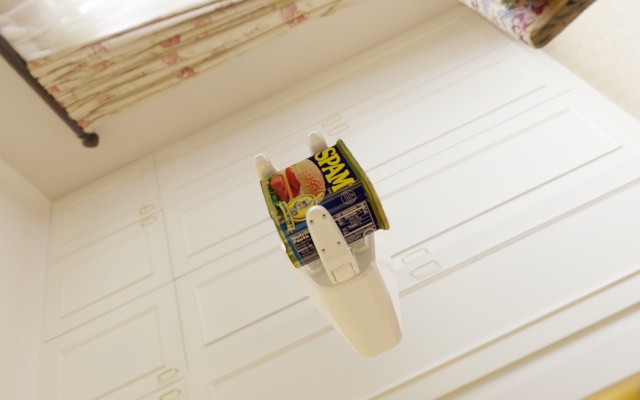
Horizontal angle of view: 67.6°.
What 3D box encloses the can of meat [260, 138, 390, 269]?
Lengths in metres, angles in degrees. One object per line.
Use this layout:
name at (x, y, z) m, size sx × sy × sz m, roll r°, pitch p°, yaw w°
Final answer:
can of meat at (0.000, 0.001, 0.412) m, size 0.084 × 0.057 × 0.102 m, roll -26°, pitch 34°, yaw 0°
